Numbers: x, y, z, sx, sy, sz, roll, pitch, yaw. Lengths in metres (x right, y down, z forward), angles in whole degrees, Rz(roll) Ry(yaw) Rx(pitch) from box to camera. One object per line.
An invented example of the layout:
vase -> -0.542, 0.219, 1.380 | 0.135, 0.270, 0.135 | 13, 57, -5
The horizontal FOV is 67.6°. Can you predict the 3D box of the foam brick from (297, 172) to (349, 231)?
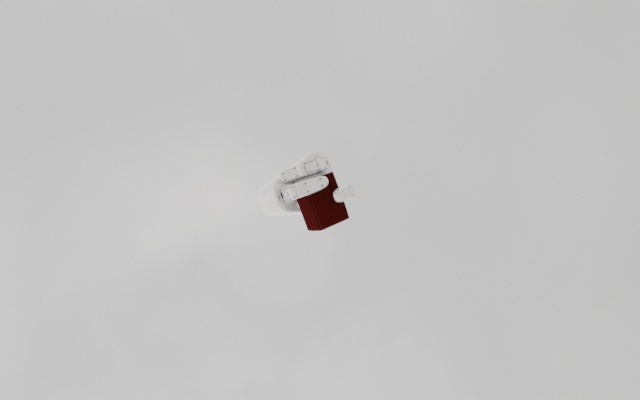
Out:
foam brick -> 0.000, 0.003, 0.732 | 0.053, 0.078, 0.051 | -20, 2, -25
